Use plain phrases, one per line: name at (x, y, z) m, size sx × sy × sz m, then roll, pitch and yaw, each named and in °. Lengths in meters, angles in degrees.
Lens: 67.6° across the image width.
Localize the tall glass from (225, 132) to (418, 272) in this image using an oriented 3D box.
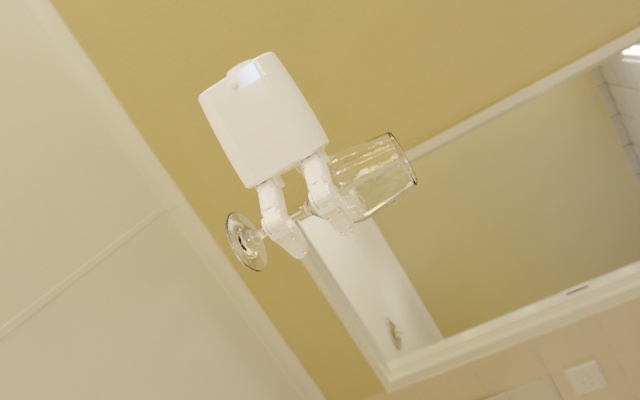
tall glass at (0.000, 0.002, 0.512) m, size 0.201 × 0.079 × 0.079 m, roll -28°, pitch -8°, yaw 16°
